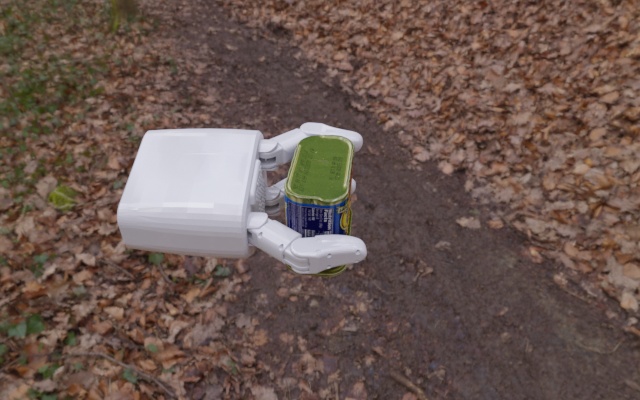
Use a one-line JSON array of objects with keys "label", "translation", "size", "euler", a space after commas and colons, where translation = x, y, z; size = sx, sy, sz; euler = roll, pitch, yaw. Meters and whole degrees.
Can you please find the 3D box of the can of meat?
[{"label": "can of meat", "translation": [0.000, 0.001, 0.424], "size": [0.057, 0.084, 0.102], "euler": [4, 39, 5]}]
